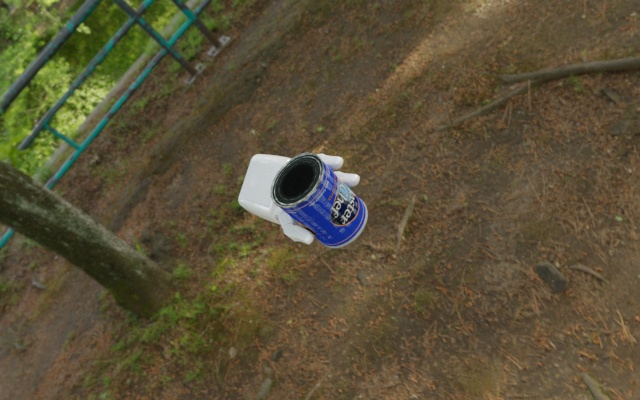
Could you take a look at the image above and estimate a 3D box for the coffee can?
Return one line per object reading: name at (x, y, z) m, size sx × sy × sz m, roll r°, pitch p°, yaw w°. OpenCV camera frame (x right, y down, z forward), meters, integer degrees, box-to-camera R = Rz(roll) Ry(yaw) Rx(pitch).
coffee can at (0.000, 0.003, 0.790) m, size 0.103 × 0.102 × 0.140 m, roll 0°, pitch -31°, yaw 39°
